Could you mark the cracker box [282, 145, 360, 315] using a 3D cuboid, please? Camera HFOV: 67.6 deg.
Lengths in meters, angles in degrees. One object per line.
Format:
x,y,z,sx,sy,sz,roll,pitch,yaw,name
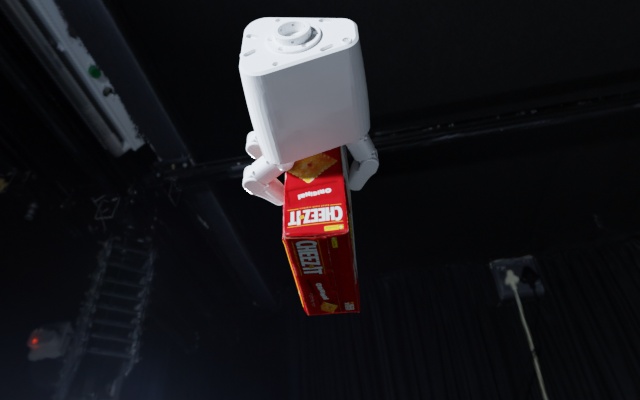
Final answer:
0.000,0.002,0.564,0.072,0.213,0.164,-6,-40,5,cracker box
